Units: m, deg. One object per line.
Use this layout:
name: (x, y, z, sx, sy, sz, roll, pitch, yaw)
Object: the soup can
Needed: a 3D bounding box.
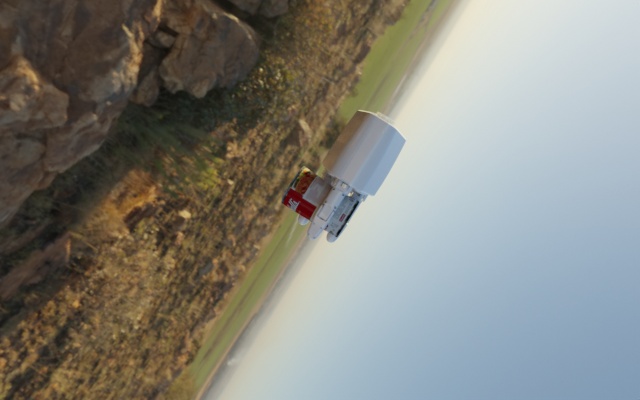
soup can: (0.000, 0.003, 0.736, 0.102, 0.068, 0.068, 32, 2, 3)
